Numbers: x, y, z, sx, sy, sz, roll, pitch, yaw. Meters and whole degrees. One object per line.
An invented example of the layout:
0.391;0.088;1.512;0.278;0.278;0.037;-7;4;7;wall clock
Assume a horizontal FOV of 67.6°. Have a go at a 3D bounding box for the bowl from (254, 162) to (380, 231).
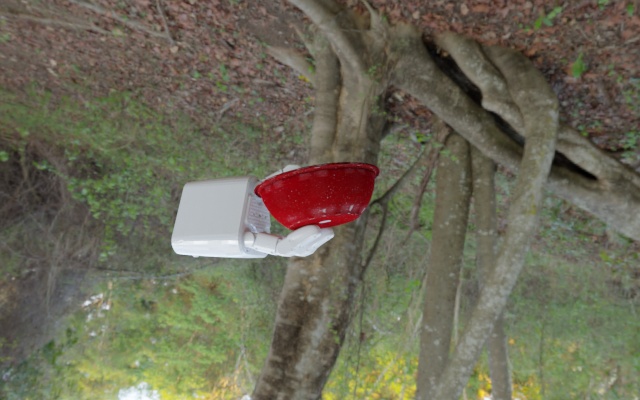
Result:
0.001;0.002;0.602;0.162;0.055;0.162;-10;-12;-2;bowl
